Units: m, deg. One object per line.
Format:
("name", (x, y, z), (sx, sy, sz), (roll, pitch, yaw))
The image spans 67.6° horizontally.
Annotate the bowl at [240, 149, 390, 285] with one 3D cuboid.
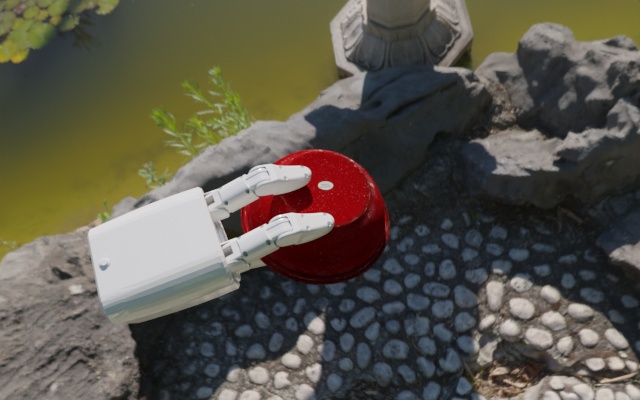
("bowl", (0.001, 0.001, 0.490), (0.162, 0.162, 0.055), (0, -33, -12))
